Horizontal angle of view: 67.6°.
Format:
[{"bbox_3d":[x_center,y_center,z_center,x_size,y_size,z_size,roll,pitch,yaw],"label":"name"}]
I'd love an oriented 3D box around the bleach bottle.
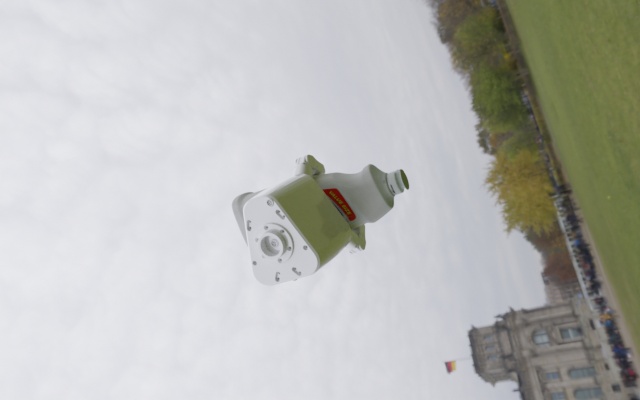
[{"bbox_3d":[0.000,0.002,0.674,0.251,0.102,0.068,-19,5,26],"label":"bleach bottle"}]
